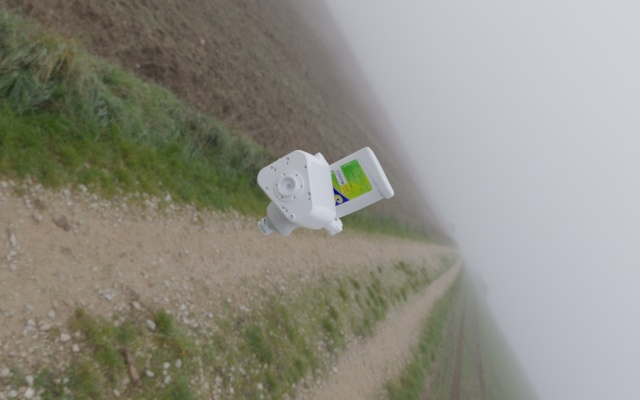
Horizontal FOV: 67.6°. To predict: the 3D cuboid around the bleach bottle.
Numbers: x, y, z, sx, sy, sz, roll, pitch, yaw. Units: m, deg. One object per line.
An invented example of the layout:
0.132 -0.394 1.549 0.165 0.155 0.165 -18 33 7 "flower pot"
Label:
0.000 0.003 0.877 0.251 0.102 0.068 -28 -14 13 "bleach bottle"
